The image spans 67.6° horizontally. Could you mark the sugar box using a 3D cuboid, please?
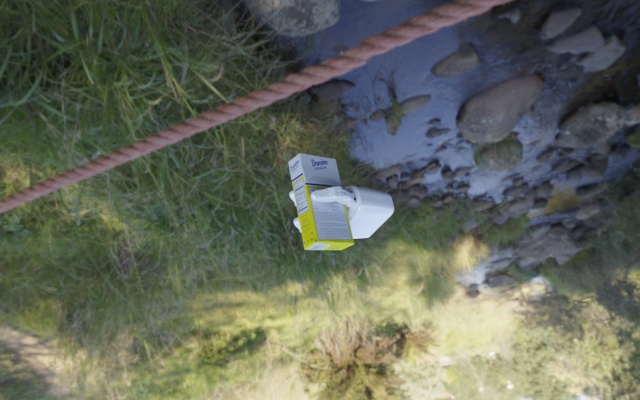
[{"bbox_3d":[0.000,0.003,0.892,0.093,0.176,0.048,6,-28,-40],"label":"sugar box"}]
